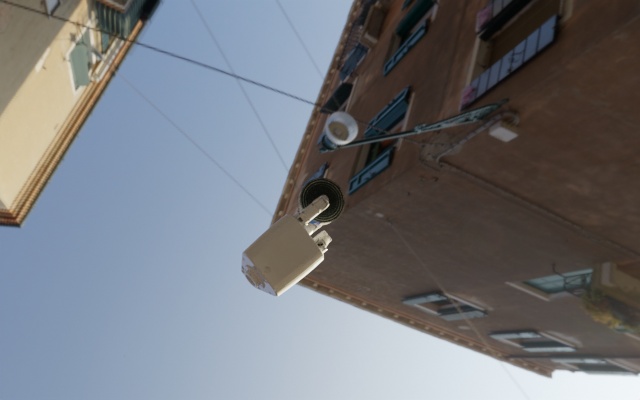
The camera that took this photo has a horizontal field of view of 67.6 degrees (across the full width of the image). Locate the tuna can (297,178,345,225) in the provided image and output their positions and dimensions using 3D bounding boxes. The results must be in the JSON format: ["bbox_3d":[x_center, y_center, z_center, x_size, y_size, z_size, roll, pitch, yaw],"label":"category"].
[{"bbox_3d":[0.000,0.003,0.892,0.086,0.086,0.034,0,-13,-18],"label":"tuna can"}]
